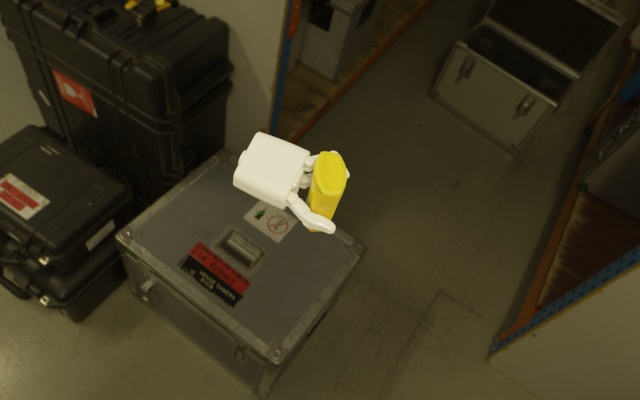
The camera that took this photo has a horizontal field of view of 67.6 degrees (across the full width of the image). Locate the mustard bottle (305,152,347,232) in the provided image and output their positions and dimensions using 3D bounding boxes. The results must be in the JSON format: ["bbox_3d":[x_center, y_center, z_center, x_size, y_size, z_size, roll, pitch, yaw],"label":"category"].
[{"bbox_3d":[0.001,0.003,0.892,0.058,0.096,0.192,4,-35,-11],"label":"mustard bottle"}]
